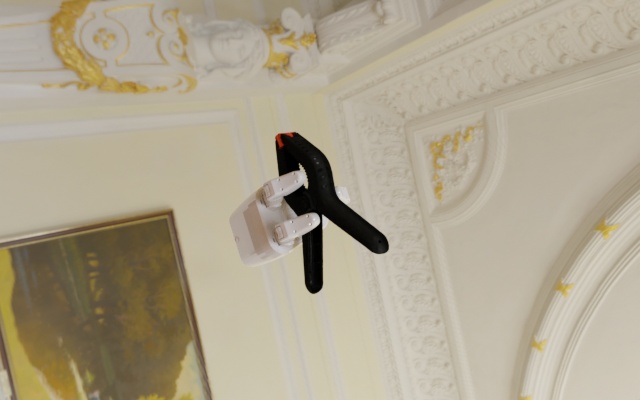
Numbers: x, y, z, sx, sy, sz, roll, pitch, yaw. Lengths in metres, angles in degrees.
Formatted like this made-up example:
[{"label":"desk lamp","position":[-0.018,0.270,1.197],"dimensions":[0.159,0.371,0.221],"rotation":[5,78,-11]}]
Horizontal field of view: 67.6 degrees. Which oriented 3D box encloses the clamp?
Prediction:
[{"label":"clamp","position":[0.000,0.001,0.596],"dimensions":[0.036,0.210,0.164],"rotation":[-12,-12,-39]}]
